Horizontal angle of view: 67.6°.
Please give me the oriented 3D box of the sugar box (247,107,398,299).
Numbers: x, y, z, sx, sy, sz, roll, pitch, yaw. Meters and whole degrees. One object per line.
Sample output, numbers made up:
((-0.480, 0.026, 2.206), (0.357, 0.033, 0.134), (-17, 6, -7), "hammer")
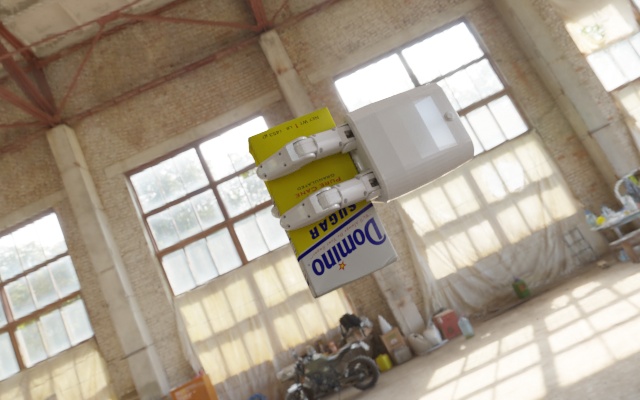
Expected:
((0.000, 0.001, 0.493), (0.093, 0.176, 0.048), (-24, -12, -10), "sugar box")
